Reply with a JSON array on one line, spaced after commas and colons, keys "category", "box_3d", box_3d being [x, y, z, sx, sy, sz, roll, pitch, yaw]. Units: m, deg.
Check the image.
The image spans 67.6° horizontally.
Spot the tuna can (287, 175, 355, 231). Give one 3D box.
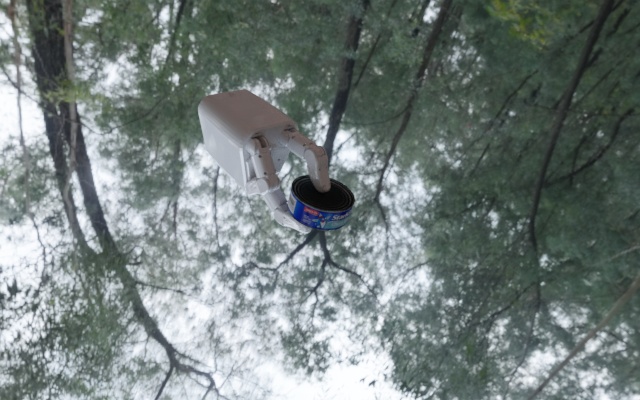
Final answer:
[{"category": "tuna can", "box_3d": [0.000, 0.003, 0.631, 0.086, 0.034, 0.086, 12, 32, -7]}]
